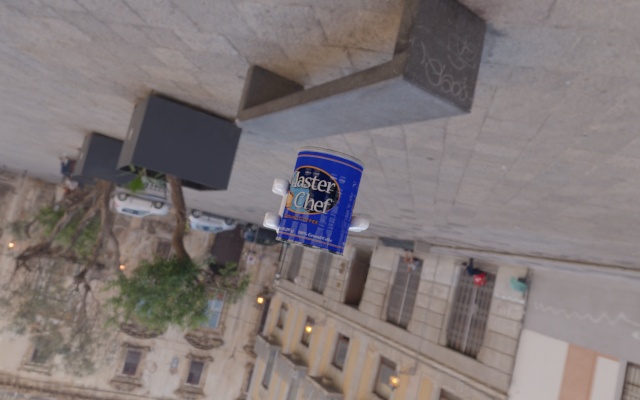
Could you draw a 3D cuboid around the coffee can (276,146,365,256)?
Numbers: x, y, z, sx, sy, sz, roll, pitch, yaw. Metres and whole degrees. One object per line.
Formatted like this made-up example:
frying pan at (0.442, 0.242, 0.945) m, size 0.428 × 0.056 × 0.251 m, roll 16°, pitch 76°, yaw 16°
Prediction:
coffee can at (0.000, 0.002, 0.709) m, size 0.103 × 0.140 × 0.103 m, roll 14°, pitch -6°, yaw 2°
